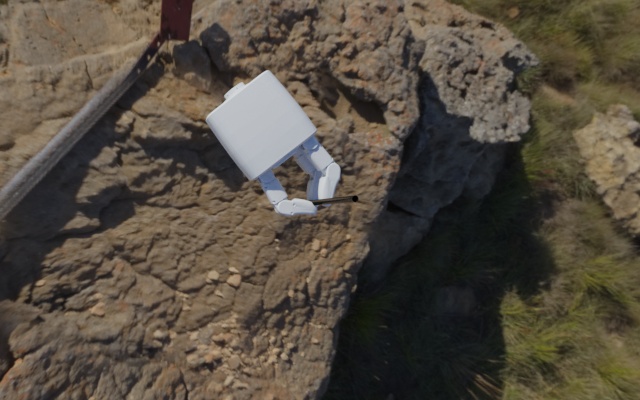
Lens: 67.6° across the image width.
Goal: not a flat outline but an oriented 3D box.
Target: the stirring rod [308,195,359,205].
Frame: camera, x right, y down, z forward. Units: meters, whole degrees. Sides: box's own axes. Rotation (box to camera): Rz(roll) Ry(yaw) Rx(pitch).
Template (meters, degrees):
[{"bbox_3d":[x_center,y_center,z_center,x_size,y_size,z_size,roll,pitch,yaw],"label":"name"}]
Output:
[{"bbox_3d":[0.000,0.002,0.654,0.011,0.011,0.239,0,-2,-19],"label":"stirring rod"}]
